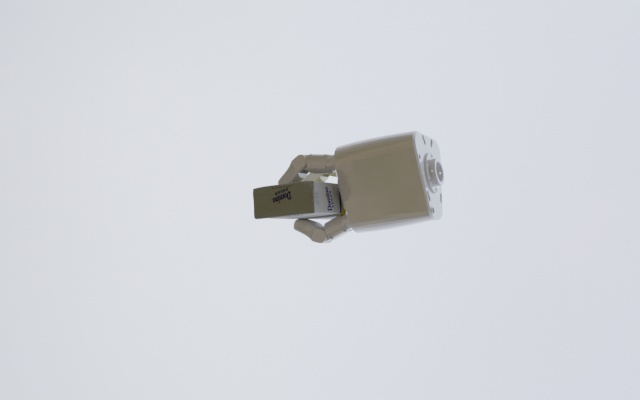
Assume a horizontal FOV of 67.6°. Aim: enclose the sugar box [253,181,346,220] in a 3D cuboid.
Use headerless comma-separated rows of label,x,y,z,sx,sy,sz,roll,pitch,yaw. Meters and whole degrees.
sugar box,0.000,0.002,0.646,0.093,0.048,0.176,-7,-8,31
